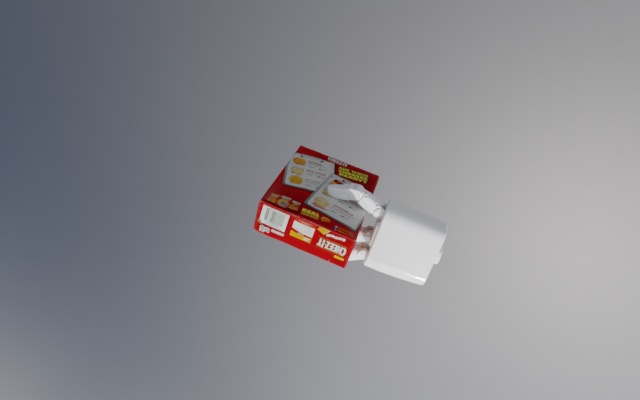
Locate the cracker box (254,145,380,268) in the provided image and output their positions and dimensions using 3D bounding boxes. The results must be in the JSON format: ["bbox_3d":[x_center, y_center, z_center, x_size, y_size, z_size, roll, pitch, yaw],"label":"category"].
[{"bbox_3d":[0.000,0.003,0.831,0.164,0.072,0.213,22,34,4],"label":"cracker box"}]
